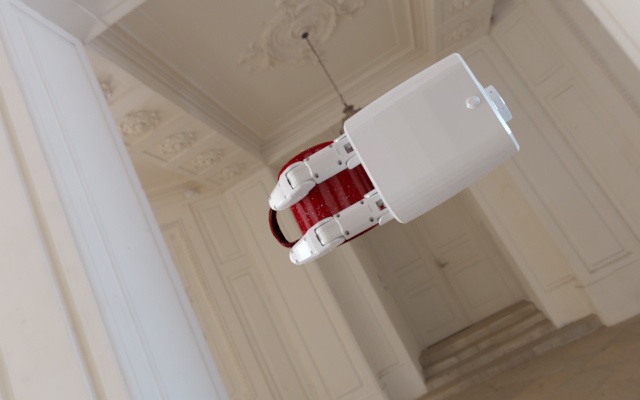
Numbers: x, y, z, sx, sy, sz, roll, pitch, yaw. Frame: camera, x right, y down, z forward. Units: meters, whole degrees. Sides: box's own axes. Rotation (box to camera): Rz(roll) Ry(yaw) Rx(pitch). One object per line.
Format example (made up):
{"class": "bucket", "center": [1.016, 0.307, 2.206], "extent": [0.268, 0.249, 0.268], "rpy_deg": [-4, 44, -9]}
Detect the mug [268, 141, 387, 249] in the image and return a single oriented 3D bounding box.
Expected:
{"class": "mug", "center": [-0.001, 0.002, 0.468], "extent": [0.117, 0.081, 0.093], "rpy_deg": [-31, -16, 17]}
